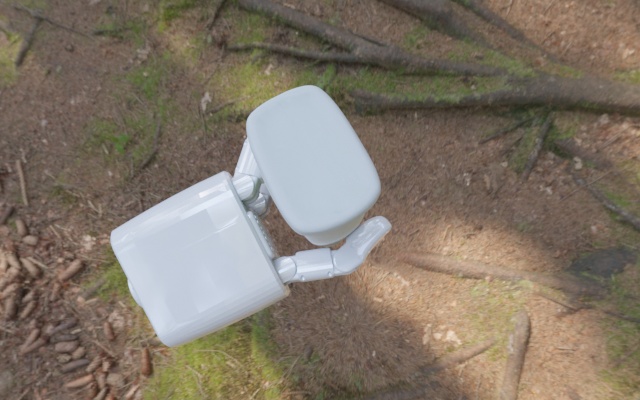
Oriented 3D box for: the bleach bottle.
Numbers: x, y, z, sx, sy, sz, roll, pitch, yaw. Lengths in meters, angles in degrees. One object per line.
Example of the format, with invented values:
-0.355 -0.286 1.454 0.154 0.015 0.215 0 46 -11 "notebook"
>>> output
0.000 0.001 0.423 0.068 0.102 0.251 -27 -15 -4 "bleach bottle"
